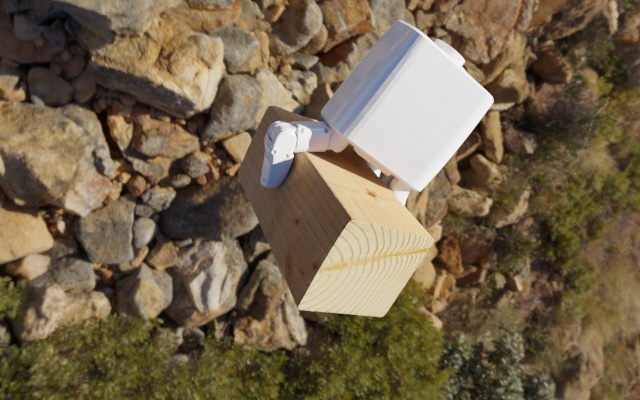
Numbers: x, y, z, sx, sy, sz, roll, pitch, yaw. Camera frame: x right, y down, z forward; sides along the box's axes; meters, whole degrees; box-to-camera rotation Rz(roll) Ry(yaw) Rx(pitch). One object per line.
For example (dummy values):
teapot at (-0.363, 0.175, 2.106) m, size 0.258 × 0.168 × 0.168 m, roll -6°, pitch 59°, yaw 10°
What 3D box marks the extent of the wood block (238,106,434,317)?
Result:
wood block at (0.000, 0.001, 0.452) m, size 0.091 × 0.090 × 0.206 m, roll 14°, pitch 26°, yaw -32°
